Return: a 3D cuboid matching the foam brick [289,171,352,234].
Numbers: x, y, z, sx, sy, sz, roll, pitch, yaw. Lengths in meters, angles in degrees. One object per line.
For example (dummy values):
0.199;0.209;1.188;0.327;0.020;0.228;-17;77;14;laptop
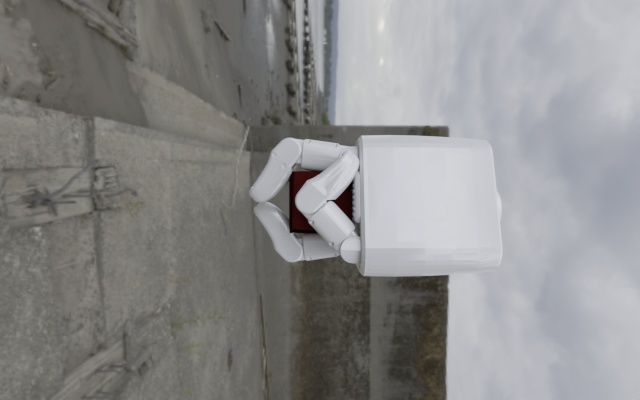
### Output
0.000;0.001;0.425;0.051;0.053;0.078;0;1;0;foam brick
